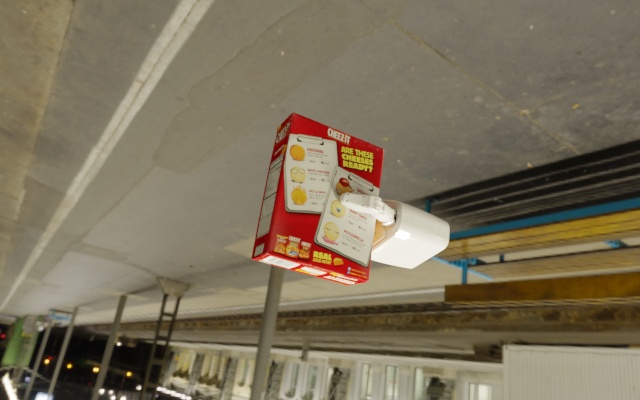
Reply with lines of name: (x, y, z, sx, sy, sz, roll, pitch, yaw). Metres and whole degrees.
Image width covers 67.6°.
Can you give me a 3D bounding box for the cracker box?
cracker box: (0.000, 0.002, 0.705, 0.164, 0.213, 0.072, 18, -23, -25)
